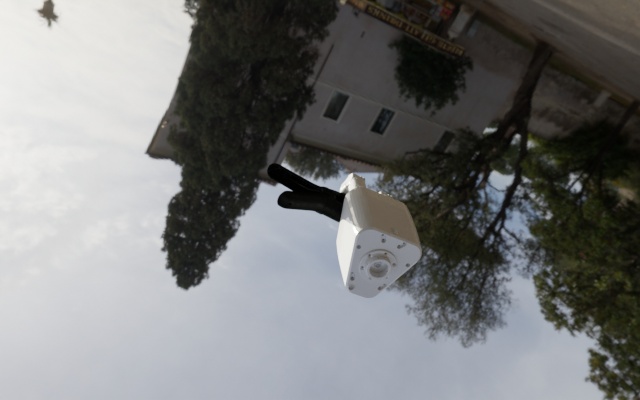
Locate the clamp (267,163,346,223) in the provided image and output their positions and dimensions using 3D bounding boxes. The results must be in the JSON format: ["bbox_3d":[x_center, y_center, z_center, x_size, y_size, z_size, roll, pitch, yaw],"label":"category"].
[{"bbox_3d":[0.000,0.003,0.707,0.171,0.039,0.120,21,25,-14],"label":"clamp"}]
